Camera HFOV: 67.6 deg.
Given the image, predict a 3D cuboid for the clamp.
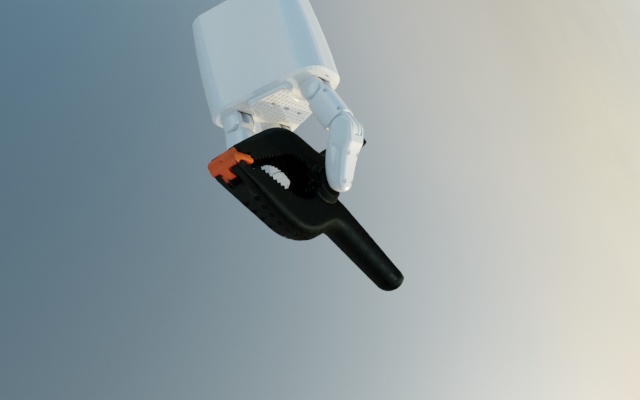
[{"bbox_3d":[0.000,0.001,0.399,0.036,0.164,0.210,-28,-20,31],"label":"clamp"}]
